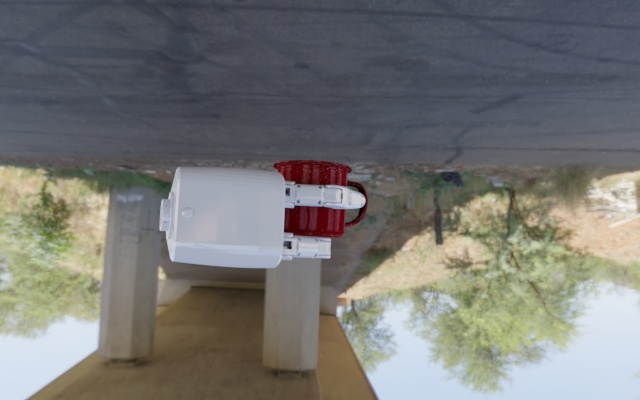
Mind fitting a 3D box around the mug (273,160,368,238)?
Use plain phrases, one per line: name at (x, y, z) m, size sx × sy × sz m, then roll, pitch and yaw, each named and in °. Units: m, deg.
mug at (0.001, 0.002, 0.563) m, size 0.117 × 0.081 × 0.093 m, roll 5°, pitch -6°, yaw -20°
